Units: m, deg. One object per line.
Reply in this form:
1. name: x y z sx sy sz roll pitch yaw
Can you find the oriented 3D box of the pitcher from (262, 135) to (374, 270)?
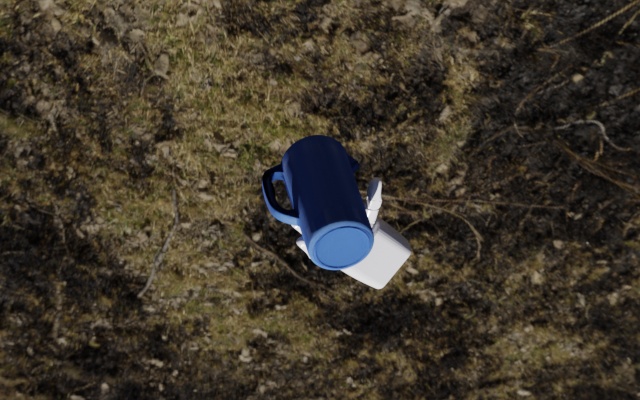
1. pitcher: 0.000 0.003 0.831 0.145 0.149 0.242 36 22 -34
